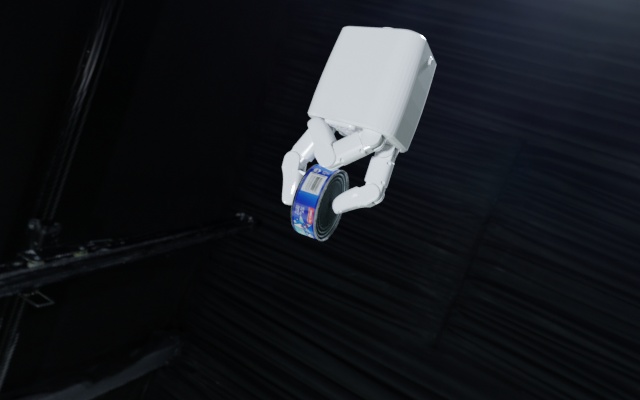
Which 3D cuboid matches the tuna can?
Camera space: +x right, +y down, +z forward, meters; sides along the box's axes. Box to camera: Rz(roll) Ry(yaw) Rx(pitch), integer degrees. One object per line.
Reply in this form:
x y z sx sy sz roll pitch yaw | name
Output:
0.000 0.002 0.556 0.034 0.086 0.086 18 7 21 | tuna can
